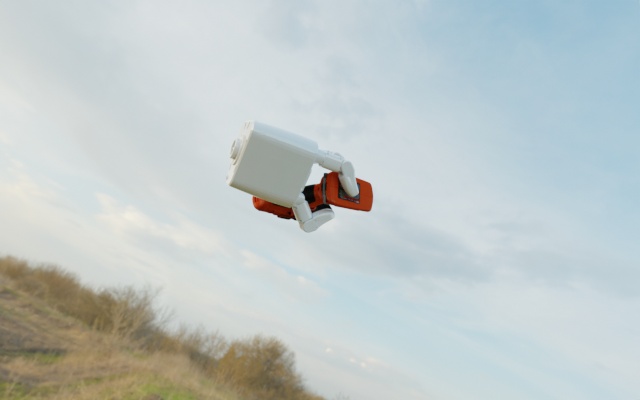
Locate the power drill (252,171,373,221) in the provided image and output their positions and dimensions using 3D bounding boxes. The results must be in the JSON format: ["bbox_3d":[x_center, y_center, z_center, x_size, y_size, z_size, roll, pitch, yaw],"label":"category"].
[{"bbox_3d":[0.000,0.003,0.849,0.184,0.057,0.187,12,-18,-42],"label":"power drill"}]
